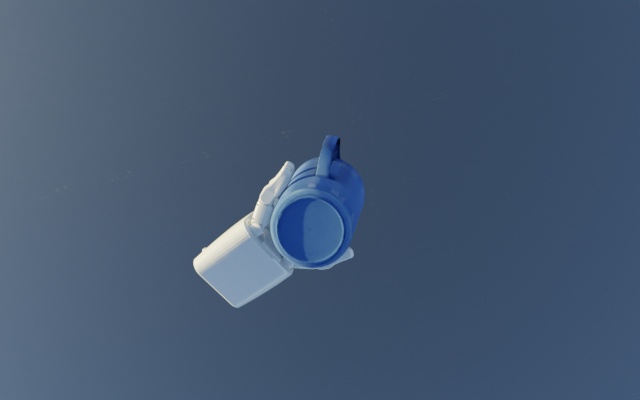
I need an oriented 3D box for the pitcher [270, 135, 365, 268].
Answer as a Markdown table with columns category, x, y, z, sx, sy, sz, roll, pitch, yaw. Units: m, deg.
| category | x | y | z | sx | sy | sz | roll | pitch | yaw |
| --- | --- | --- | --- | --- | --- | --- | --- | --- | --- |
| pitcher | 0.000 | 0.003 | 0.721 | 0.145 | 0.149 | 0.242 | -34 | 7 | 11 |
